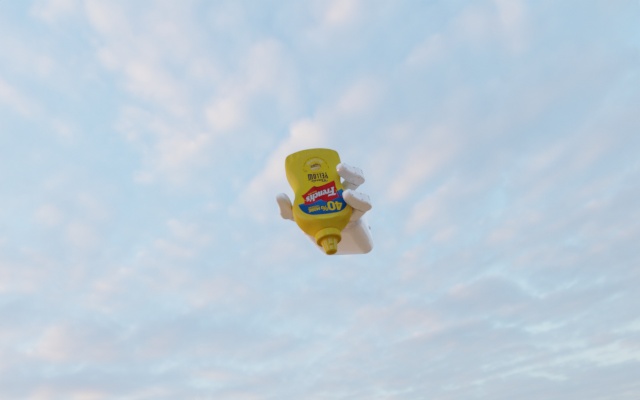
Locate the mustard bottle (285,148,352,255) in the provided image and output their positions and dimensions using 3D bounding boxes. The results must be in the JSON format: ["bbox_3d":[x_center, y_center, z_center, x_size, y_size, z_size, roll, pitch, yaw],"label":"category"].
[{"bbox_3d":[0.000,0.002,0.784,0.096,0.191,0.058,-6,-34,-9],"label":"mustard bottle"}]
